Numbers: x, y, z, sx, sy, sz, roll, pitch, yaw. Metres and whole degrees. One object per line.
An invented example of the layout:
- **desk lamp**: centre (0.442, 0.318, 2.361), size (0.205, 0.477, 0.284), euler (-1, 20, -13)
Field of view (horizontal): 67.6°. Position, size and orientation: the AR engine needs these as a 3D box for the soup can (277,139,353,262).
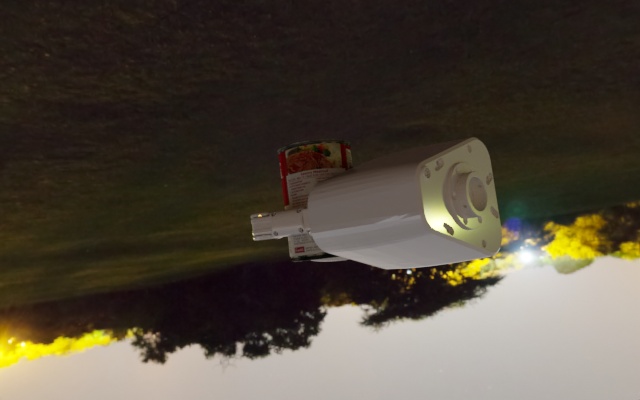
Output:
- **soup can**: centre (0.000, 0.002, 0.437), size (0.068, 0.102, 0.068), euler (-7, -6, -1)
